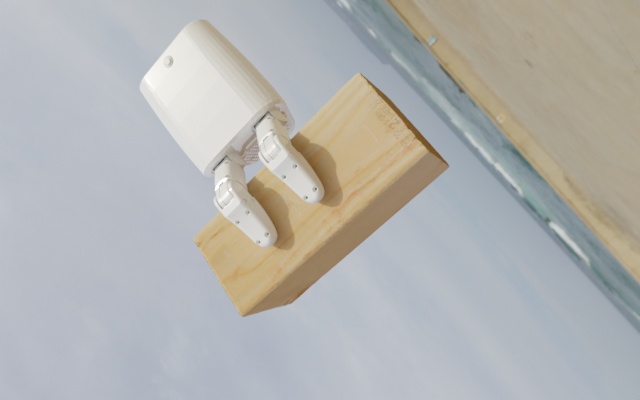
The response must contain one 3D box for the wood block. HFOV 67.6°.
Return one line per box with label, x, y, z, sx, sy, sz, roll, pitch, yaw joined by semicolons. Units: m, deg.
wood block;0.000;0.001;0.426;0.206;0.090;0.091;-43;-19;17
